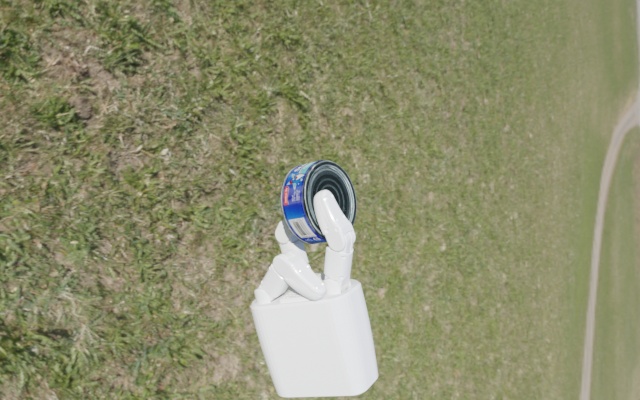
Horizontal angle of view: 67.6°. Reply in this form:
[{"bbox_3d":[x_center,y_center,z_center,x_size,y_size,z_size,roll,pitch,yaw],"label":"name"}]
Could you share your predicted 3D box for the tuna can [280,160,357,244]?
[{"bbox_3d":[0.000,0.001,0.498,0.034,0.086,0.086,-10,-7,41],"label":"tuna can"}]
